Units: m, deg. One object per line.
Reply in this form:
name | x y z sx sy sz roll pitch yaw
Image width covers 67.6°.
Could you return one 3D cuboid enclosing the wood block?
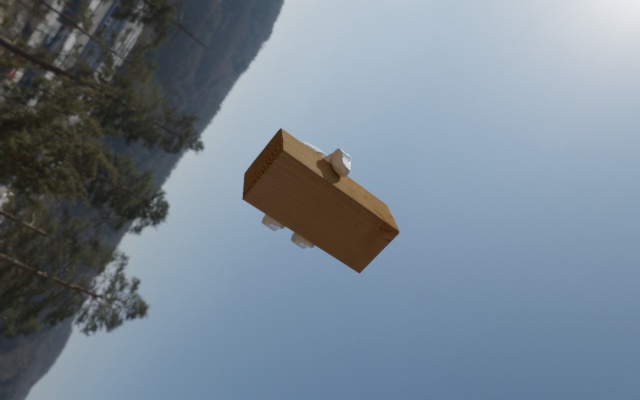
wood block | 0.000 0.002 0.681 0.206 0.091 0.090 34 19 -21
